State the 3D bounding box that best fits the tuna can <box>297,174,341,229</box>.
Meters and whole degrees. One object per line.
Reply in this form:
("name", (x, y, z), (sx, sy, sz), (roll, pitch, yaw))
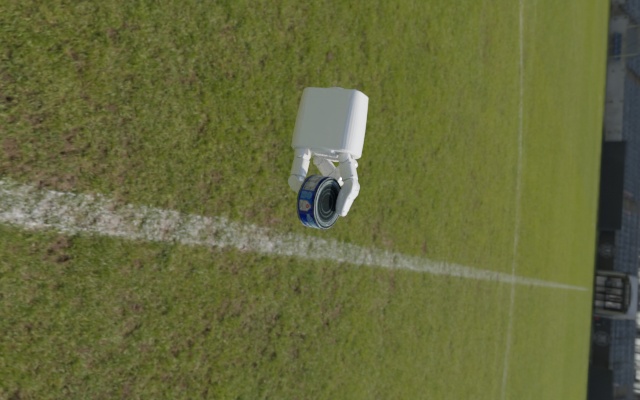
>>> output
("tuna can", (0.001, 0.003, 0.764), (0.034, 0.086, 0.086), (9, 5, 33))
